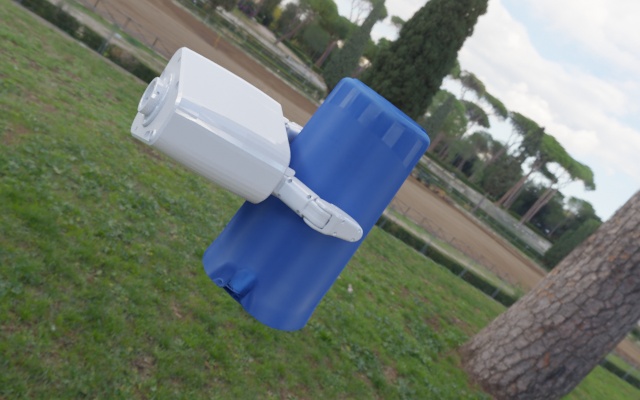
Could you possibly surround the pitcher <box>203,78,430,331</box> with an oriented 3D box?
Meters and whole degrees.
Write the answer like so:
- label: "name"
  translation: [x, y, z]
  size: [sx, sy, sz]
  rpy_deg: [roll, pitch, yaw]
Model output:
- label: "pitcher"
  translation: [0.000, 0.002, 0.501]
  size: [0.145, 0.243, 0.149]
  rpy_deg: [29, 14, -32]
